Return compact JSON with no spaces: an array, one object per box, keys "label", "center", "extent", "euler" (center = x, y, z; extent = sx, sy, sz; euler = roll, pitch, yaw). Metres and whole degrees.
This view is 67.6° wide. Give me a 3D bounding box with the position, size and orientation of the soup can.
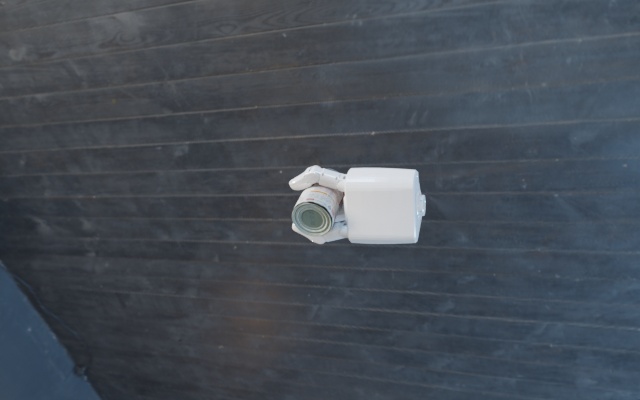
[{"label":"soup can","center":[0.000,0.003,0.776],"extent":[0.068,0.068,0.102],"euler":[0,34,19]}]
